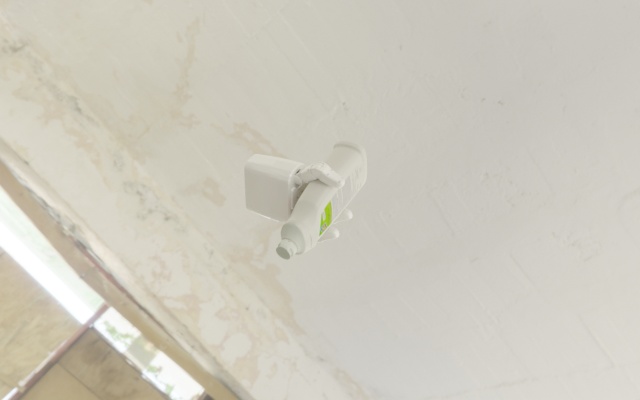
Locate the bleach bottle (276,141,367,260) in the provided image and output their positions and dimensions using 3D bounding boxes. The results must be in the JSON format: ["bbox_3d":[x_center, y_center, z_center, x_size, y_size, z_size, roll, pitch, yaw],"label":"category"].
[{"bbox_3d":[0.000,0.003,0.841,0.068,0.103,0.250,16,46,26],"label":"bleach bottle"}]
